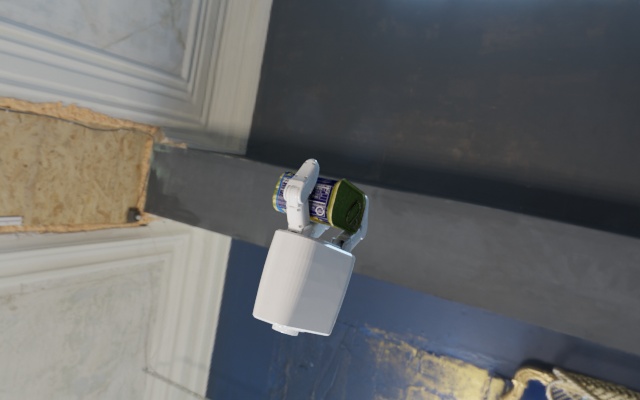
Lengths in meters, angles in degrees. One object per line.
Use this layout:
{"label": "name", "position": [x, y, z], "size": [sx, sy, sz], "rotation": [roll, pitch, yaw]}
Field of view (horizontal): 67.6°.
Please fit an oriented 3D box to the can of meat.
{"label": "can of meat", "position": [0.000, 0.002, 0.607], "size": [0.084, 0.057, 0.102], "rotation": [12, -7, 26]}
